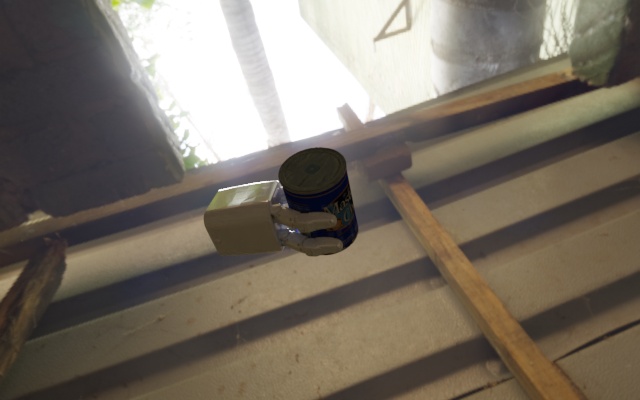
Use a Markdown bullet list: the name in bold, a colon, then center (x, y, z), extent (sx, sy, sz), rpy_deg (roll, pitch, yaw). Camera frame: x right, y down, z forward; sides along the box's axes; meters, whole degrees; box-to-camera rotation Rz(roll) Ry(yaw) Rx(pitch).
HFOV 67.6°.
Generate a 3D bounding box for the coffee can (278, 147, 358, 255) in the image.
- **coffee can**: center (0.000, 0.002, 0.752), extent (0.103, 0.140, 0.102), rpy_deg (-8, 42, 7)
